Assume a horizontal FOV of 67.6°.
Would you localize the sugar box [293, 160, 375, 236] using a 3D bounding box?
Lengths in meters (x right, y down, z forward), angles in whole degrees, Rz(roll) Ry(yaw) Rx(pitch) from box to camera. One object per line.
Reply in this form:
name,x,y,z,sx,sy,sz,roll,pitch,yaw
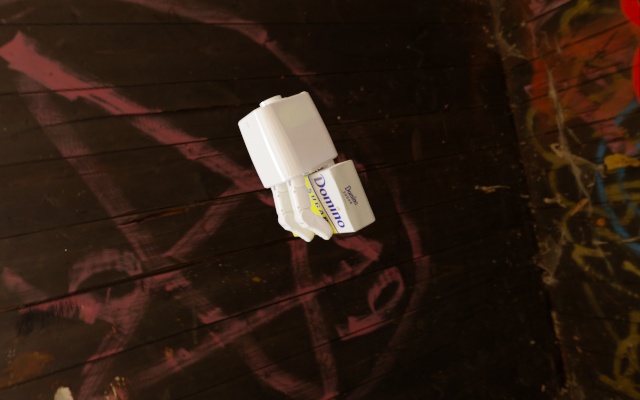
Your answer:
sugar box,0.000,0.002,0.711,0.048,0.093,0.176,-25,6,-28
